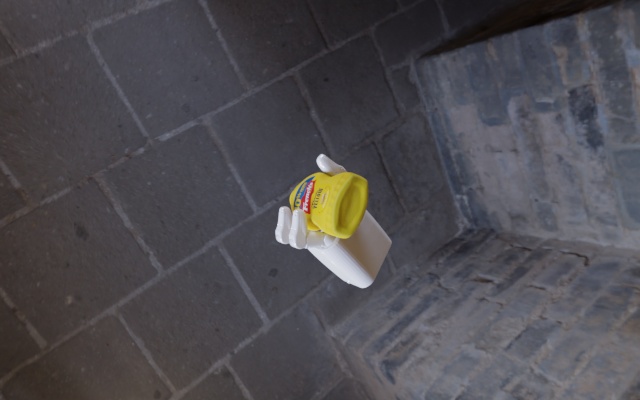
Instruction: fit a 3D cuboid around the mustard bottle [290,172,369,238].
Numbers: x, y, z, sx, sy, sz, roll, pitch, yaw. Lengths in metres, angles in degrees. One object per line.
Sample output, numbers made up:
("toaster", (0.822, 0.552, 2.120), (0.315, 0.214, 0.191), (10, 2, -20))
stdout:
("mustard bottle", (0.000, 0.002, 0.775), (0.058, 0.096, 0.191), (20, -6, -28))
